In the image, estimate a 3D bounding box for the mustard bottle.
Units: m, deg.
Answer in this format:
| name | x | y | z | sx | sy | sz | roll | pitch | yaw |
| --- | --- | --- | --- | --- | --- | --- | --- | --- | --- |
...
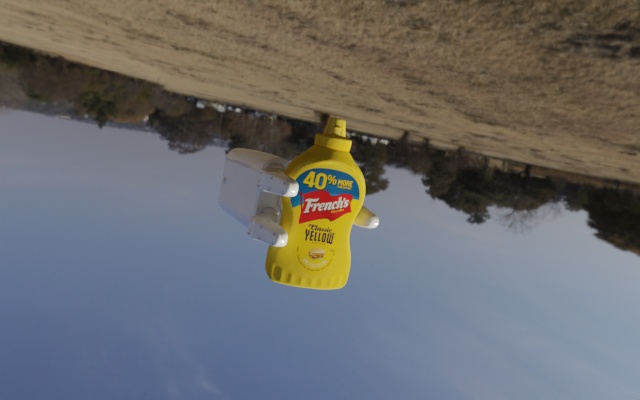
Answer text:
| name | x | y | z | sx | sy | sz | roll | pitch | yaw |
| --- | --- | --- | --- | --- | --- | --- | --- | --- | --- |
| mustard bottle | 0.000 | 0.002 | 0.544 | 0.096 | 0.191 | 0.058 | 9 | 9 | -14 |
